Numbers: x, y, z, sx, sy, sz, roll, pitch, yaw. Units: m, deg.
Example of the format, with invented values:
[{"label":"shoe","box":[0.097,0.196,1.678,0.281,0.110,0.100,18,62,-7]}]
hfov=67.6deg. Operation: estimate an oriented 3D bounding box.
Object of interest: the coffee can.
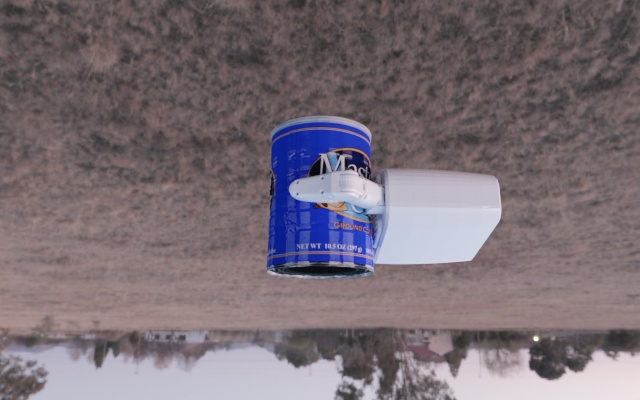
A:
[{"label":"coffee can","box":[0.000,0.001,0.471,0.103,0.140,0.103,0,-15,0]}]
